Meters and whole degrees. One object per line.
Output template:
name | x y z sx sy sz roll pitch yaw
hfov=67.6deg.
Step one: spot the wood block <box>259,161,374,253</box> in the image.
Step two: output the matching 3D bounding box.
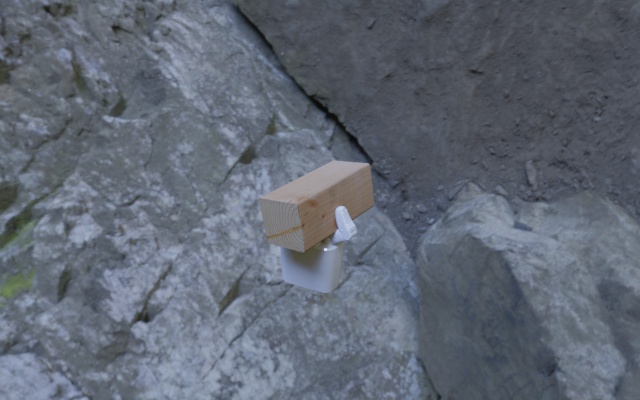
wood block | 0.000 0.003 0.862 0.091 0.090 0.206 10 28 39
